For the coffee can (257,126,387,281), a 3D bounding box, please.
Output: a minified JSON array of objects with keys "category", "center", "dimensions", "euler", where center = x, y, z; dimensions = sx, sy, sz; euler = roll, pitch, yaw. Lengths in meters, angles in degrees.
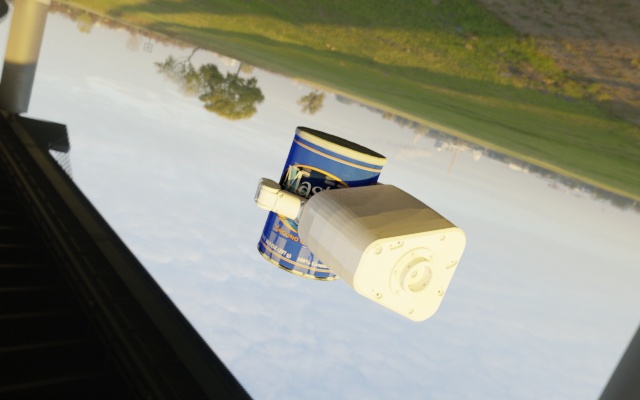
[{"category":"coffee can","center":[0.000,0.001,0.524],"dimensions":[0.103,0.140,0.102],"euler":[19,13,-4]}]
